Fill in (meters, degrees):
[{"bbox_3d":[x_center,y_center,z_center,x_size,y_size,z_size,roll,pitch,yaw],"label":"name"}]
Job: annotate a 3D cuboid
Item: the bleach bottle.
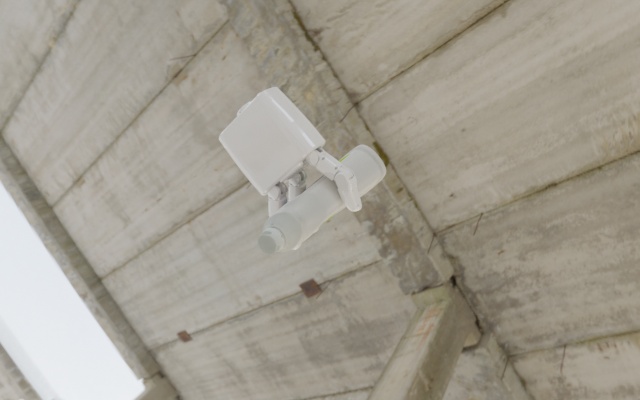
[{"bbox_3d":[0.000,0.002,0.679,0.103,0.068,0.250,-41,-2,38],"label":"bleach bottle"}]
